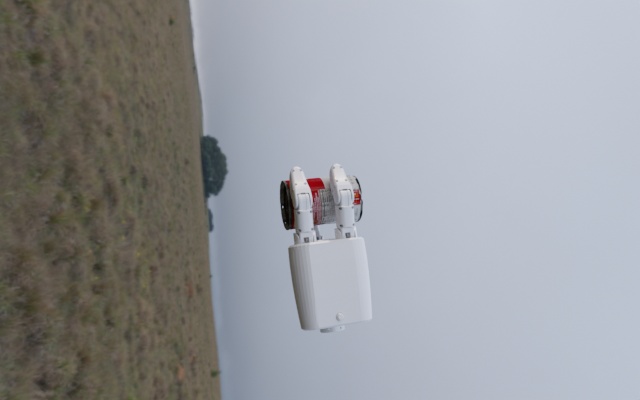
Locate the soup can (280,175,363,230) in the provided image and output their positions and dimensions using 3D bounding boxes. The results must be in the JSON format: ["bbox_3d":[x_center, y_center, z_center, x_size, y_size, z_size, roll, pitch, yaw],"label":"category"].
[{"bbox_3d":[0.000,0.002,0.656,0.102,0.068,0.068,-5,1,-14],"label":"soup can"}]
